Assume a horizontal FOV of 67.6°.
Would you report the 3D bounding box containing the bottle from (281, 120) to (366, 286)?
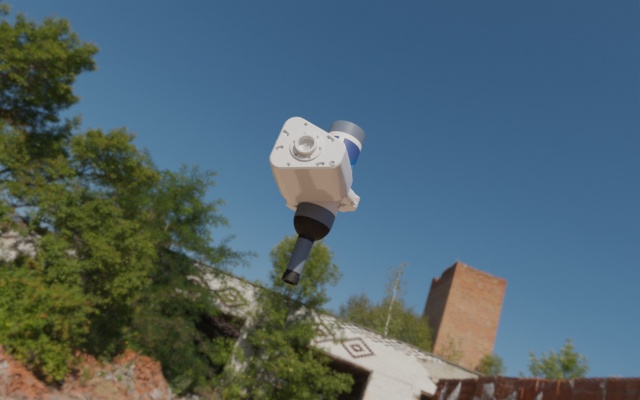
[{"bbox_3d":[0.000,0.002,0.812,0.069,0.295,0.069,19,-21,7],"label":"bottle"}]
